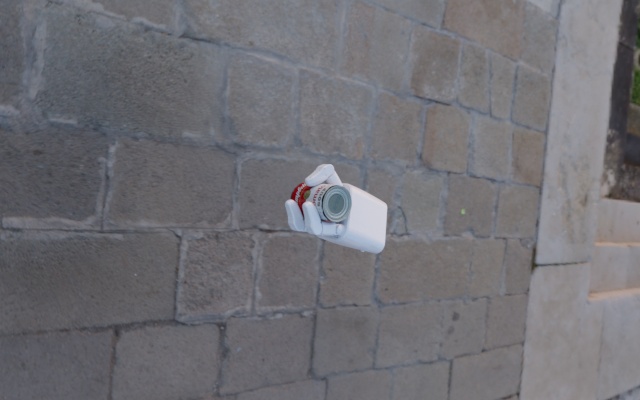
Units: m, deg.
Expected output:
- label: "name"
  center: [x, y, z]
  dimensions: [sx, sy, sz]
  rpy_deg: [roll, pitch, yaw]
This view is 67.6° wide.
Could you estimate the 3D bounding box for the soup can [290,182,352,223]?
- label: "soup can"
  center: [0.000, 0.003, 0.867]
  dimensions: [0.068, 0.068, 0.102]
  rpy_deg: [0, 4, -36]
